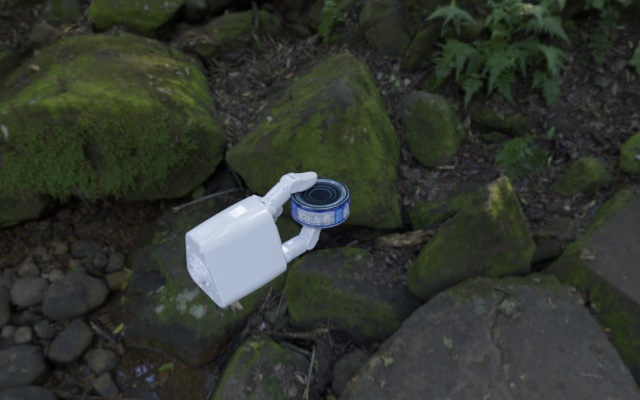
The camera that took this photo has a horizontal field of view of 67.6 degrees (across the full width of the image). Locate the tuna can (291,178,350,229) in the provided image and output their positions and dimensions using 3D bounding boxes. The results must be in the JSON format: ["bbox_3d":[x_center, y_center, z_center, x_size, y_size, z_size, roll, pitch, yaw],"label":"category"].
[{"bbox_3d":[0.000,0.002,0.691,0.086,0.034,0.086,-1,34,1],"label":"tuna can"}]
